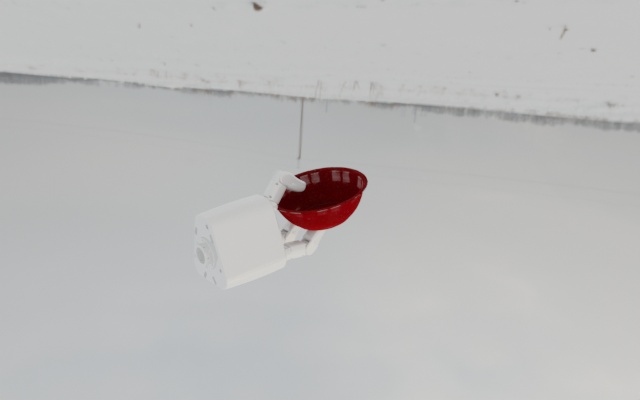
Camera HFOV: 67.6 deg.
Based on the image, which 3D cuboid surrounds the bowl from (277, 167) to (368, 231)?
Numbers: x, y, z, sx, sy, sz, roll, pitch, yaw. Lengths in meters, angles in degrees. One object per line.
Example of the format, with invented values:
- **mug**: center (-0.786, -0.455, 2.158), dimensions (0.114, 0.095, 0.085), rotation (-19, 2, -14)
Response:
- **bowl**: center (0.001, 0.002, 0.777), dimensions (0.162, 0.055, 0.162), rotation (-10, 26, 5)
